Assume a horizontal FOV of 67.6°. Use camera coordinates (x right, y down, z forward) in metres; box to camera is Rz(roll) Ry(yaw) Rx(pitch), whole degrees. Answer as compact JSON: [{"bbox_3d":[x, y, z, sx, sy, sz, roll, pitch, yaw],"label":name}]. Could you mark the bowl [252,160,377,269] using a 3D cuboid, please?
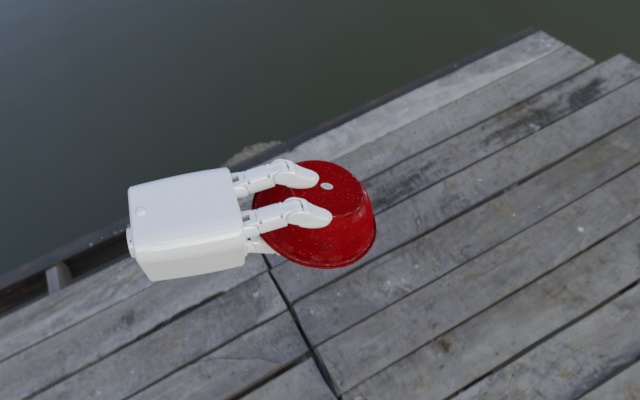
[{"bbox_3d":[0.001,0.001,0.581,0.162,0.162,0.055,0,-42,-20],"label":"bowl"}]
